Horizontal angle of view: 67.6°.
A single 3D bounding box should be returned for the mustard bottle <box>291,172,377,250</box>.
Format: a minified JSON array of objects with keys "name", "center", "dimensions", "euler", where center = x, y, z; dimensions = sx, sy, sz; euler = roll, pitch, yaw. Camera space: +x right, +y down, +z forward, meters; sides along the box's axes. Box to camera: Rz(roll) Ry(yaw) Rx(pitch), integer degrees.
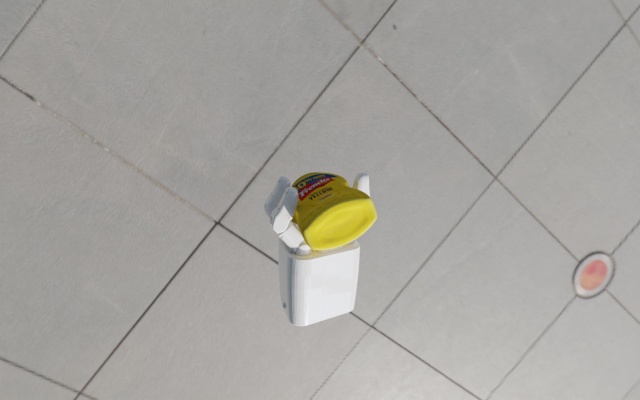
[{"name":"mustard bottle","center":[0.000,0.002,0.664],"dimensions":[0.096,0.058,0.191],"euler":[-27,22,-7]}]
